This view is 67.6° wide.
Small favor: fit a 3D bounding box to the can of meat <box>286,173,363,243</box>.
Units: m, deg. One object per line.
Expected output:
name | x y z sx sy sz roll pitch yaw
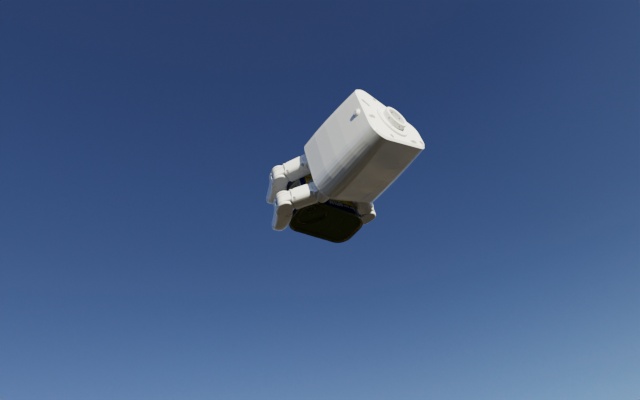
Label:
can of meat | 0.000 0.002 0.663 0.102 0.084 0.057 19 -52 -32
